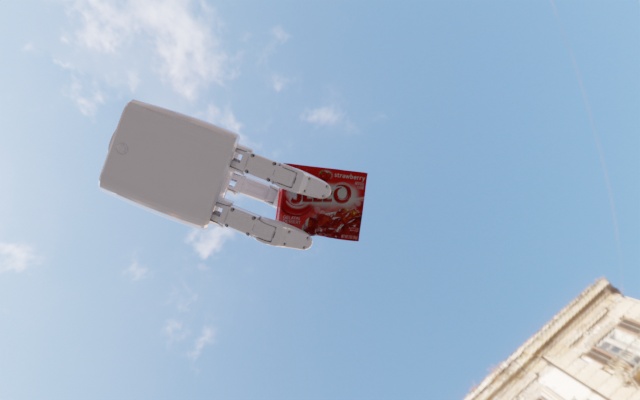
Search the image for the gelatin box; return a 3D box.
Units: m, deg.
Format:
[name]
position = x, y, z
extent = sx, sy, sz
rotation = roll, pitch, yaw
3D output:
[gelatin box]
position = 0.000, 0.002, 0.500
extent = 0.089, 0.073, 0.030
rotation = 7, 2, -12
